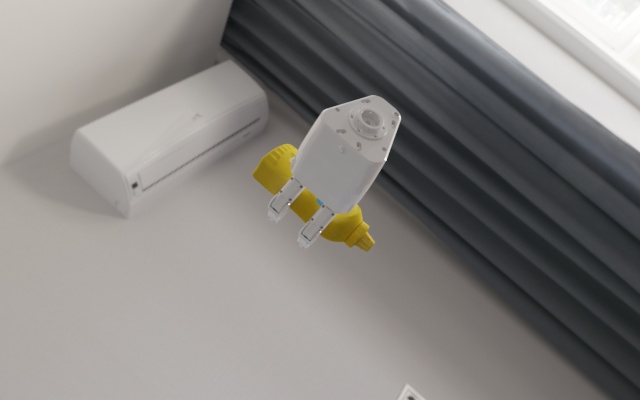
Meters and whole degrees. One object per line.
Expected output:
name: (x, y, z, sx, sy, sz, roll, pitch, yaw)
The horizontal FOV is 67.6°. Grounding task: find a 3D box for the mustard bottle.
mustard bottle: (0.000, 0.002, 0.678, 0.191, 0.058, 0.096, 41, 27, 6)
